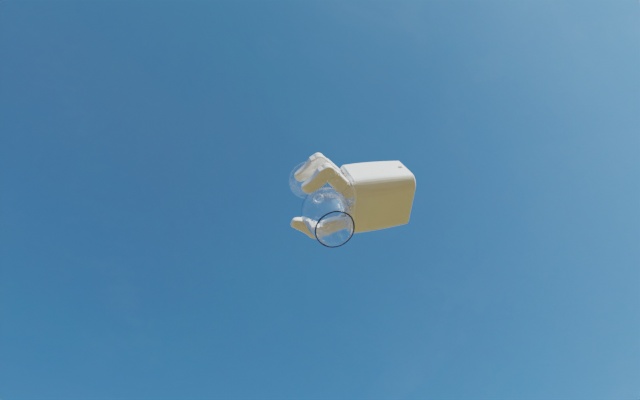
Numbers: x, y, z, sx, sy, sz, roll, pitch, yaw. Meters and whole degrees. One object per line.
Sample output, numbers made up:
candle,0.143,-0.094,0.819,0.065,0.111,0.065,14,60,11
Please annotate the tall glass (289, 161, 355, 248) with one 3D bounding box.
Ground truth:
tall glass,0.000,0.002,0.798,0.079,0.079,0.201,0,24,-14
